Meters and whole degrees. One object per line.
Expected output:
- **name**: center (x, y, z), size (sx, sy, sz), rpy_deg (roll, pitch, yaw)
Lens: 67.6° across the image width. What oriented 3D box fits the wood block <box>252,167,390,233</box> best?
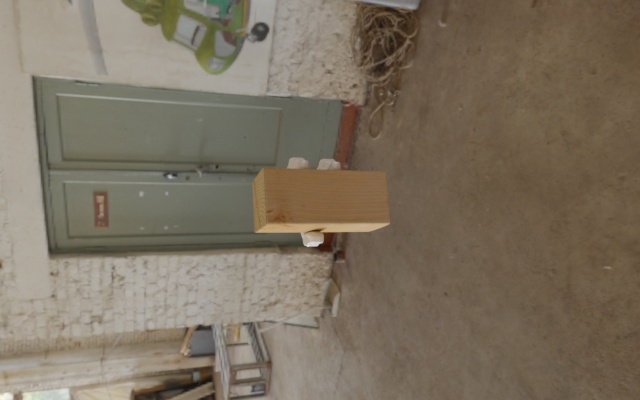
- **wood block**: center (0.000, 0.003, 0.785), size (0.206, 0.090, 0.090), rpy_deg (0, -12, -20)
